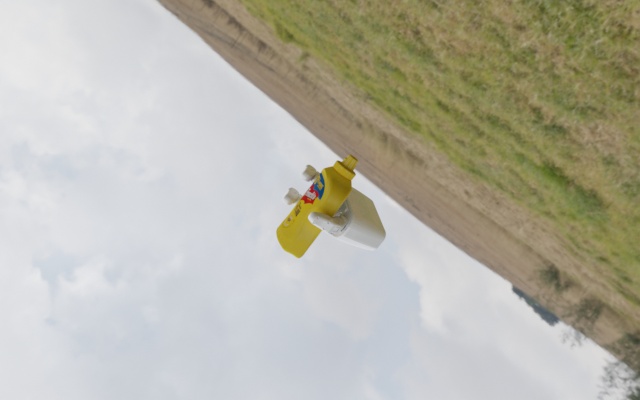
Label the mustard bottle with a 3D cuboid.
[{"bbox_3d":[0.000,0.003,0.818,0.058,0.192,0.096,33,14,-19],"label":"mustard bottle"}]
